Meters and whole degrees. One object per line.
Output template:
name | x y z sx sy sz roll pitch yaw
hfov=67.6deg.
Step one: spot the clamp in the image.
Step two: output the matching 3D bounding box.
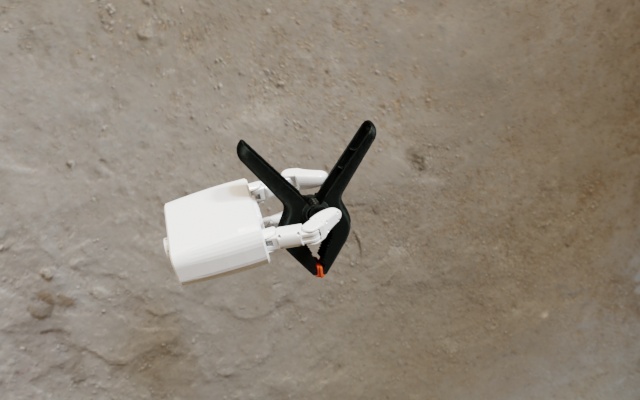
clamp | 0.000 0.003 0.592 0.164 0.210 0.036 -16 31 -8
